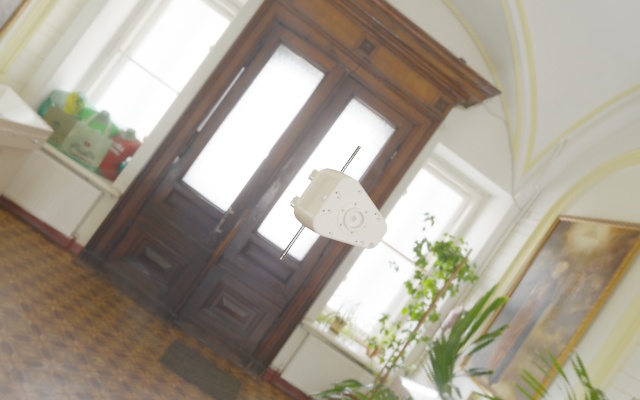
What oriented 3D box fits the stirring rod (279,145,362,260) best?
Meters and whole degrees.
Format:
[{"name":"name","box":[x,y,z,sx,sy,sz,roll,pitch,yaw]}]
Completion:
[{"name":"stirring rod","box":[0.000,0.003,0.833,0.011,0.239,0.011,35,-2,1]}]
